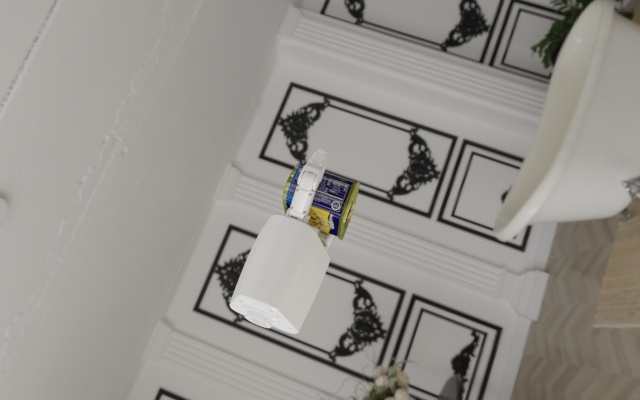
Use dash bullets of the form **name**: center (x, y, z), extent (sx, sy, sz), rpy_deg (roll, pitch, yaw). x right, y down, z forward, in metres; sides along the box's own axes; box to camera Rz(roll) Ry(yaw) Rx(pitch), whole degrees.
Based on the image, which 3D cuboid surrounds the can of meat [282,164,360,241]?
- **can of meat**: center (0.000, 0.002, 0.619), extent (0.084, 0.057, 0.102), rpy_deg (19, -22, 7)
